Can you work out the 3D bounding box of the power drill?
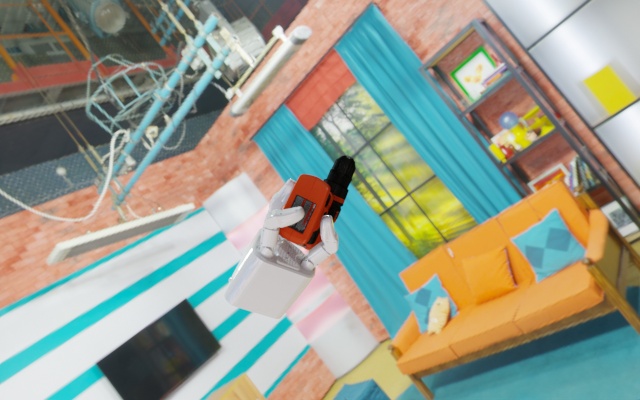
[{"bbox_3d":[0.000,0.003,0.794,0.057,0.184,0.187,24,3,14],"label":"power drill"}]
